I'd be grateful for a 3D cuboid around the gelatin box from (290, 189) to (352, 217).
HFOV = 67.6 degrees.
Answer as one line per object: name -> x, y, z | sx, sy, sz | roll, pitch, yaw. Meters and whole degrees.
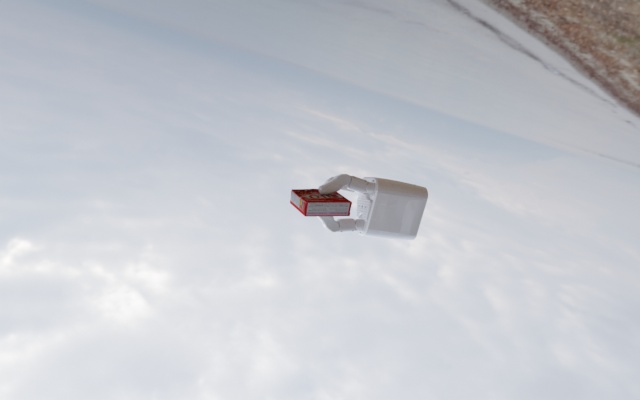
gelatin box -> 0.000, 0.003, 0.843 | 0.089, 0.030, 0.073 | -1, 19, -25
